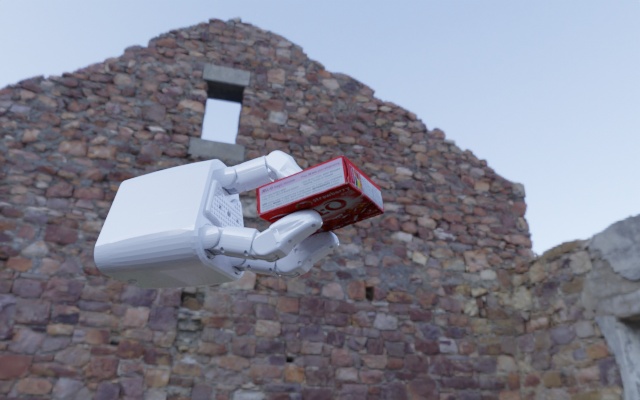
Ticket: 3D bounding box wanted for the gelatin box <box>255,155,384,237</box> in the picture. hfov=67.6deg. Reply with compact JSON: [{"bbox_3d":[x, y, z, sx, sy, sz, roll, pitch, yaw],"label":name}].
[{"bbox_3d":[0.000,0.001,0.413,0.089,0.030,0.073,-20,-29,23],"label":"gelatin box"}]
